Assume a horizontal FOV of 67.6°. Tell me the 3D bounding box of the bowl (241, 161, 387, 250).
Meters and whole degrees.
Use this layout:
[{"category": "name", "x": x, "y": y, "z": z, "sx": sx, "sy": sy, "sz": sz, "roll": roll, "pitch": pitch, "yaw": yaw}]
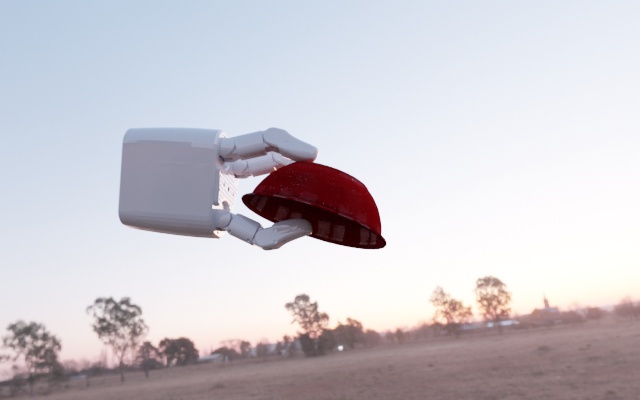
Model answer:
[{"category": "bowl", "x": 0.001, "y": 0.002, "z": 0.515, "sx": 0.162, "sy": 0.055, "sz": 0.162, "roll": 17, "pitch": -14, "yaw": 5}]
